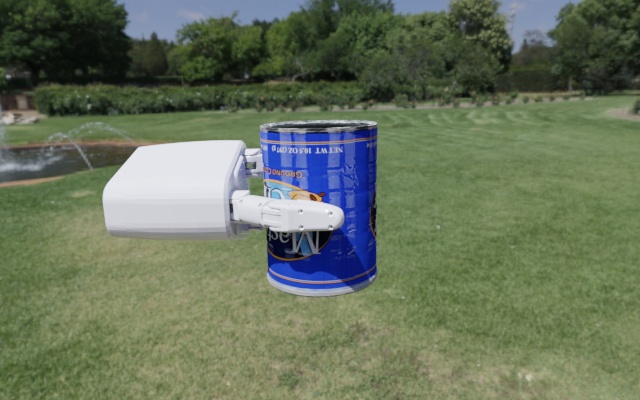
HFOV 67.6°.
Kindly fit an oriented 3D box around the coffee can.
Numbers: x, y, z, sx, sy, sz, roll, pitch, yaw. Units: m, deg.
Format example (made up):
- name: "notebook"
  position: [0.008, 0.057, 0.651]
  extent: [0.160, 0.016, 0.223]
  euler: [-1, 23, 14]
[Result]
- name: "coffee can"
  position: [0.000, 0.002, 0.430]
  extent: [0.103, 0.140, 0.102]
  euler: [-1, 13, 0]
